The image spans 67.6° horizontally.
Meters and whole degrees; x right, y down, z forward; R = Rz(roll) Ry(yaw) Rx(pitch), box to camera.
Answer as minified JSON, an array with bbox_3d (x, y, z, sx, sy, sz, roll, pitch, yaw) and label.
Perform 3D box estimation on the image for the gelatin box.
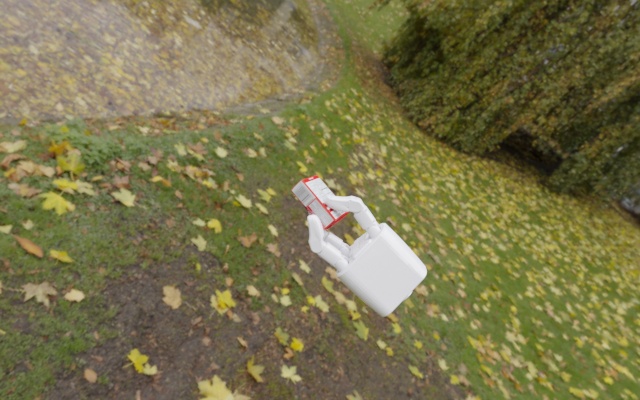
[{"bbox_3d":[0.000,0.002,0.795,0.030,0.089,0.073,-42,-5,21],"label":"gelatin box"}]
